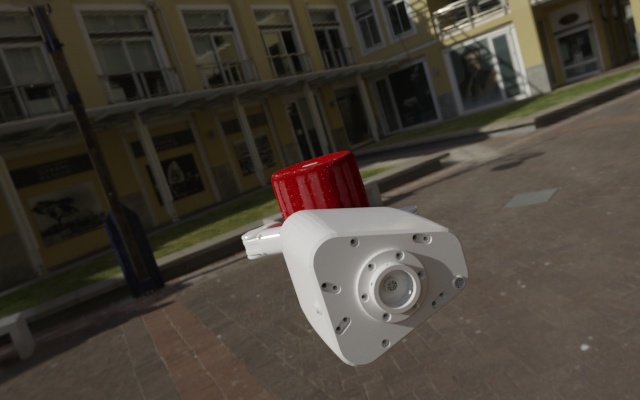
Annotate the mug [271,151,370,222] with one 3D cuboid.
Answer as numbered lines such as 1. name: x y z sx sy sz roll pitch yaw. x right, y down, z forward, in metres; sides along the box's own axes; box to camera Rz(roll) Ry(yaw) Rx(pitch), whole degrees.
1. mug: 0.000 0.001 0.464 0.093 0.081 0.117 -19 9 -12
